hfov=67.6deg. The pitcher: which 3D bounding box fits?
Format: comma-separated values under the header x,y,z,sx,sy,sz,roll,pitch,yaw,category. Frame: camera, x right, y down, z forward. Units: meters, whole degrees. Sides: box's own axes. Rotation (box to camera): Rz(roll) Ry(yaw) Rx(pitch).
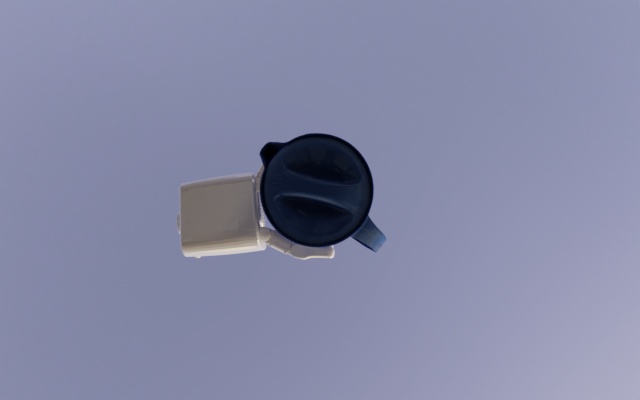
x,y,z,sx,sy,sz,roll,pitch,yaw,category
0.000,0.002,0.665,0.145,0.149,0.243,-7,-3,-2,pitcher
